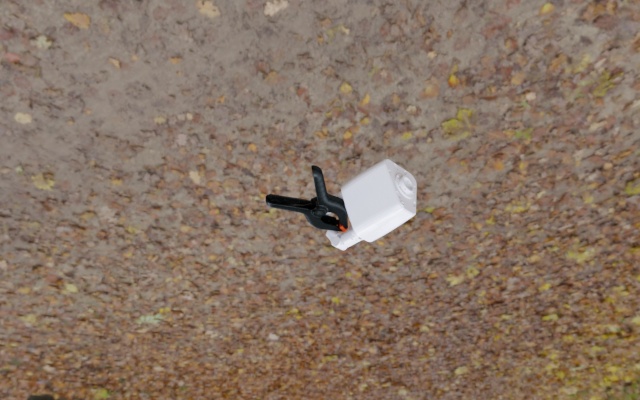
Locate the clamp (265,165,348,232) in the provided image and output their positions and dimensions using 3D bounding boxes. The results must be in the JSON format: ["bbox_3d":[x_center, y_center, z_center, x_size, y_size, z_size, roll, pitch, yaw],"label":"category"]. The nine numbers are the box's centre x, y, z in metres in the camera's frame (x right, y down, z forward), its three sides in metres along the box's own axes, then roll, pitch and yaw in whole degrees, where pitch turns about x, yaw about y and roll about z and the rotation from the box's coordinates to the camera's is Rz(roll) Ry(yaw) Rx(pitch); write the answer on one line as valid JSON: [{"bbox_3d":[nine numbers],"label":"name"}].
[{"bbox_3d":[0.000,0.003,0.864,0.171,0.039,0.120,27,-46,-35],"label":"clamp"}]
